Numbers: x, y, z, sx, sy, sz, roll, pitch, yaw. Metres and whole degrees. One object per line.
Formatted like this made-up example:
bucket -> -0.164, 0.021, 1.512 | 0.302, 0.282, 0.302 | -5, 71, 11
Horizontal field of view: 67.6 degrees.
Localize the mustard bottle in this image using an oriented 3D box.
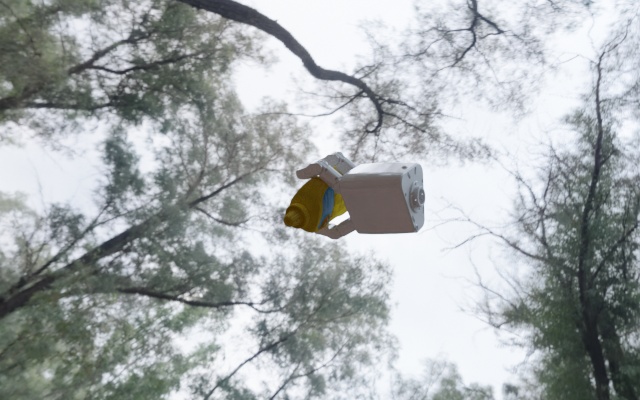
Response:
mustard bottle -> 0.000, 0.003, 0.815 | 0.058, 0.096, 0.191 | 25, 31, 23
